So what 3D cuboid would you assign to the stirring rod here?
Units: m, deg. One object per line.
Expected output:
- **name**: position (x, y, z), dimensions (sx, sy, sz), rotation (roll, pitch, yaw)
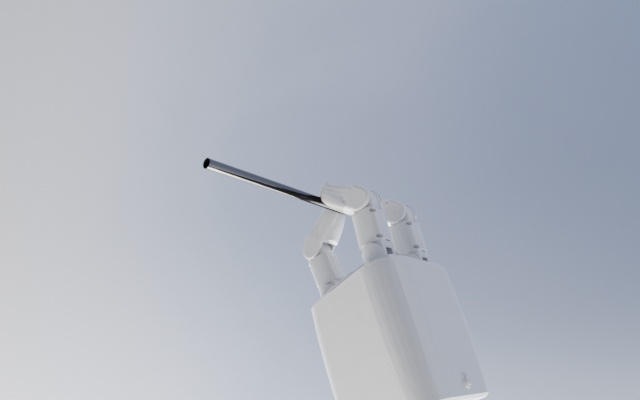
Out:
- **stirring rod**: position (0.000, 0.001, 0.418), dimensions (0.011, 0.011, 0.239), rotation (0, -13, 43)
